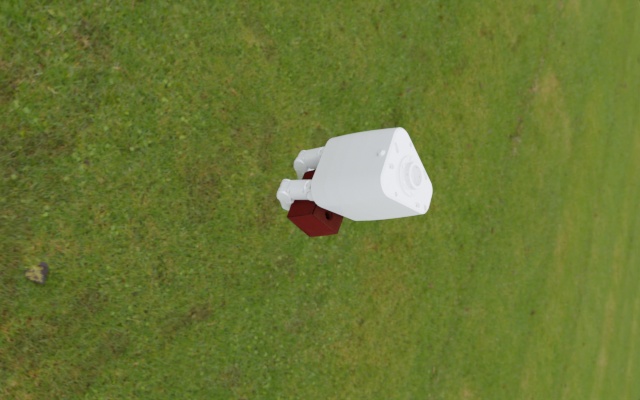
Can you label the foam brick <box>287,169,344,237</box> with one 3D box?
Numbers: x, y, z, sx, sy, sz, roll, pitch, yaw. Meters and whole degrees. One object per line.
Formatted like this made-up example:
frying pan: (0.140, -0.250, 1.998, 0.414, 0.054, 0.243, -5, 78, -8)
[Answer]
foam brick: (0.000, 0.002, 0.640, 0.051, 0.078, 0.053, -7, -37, 43)
